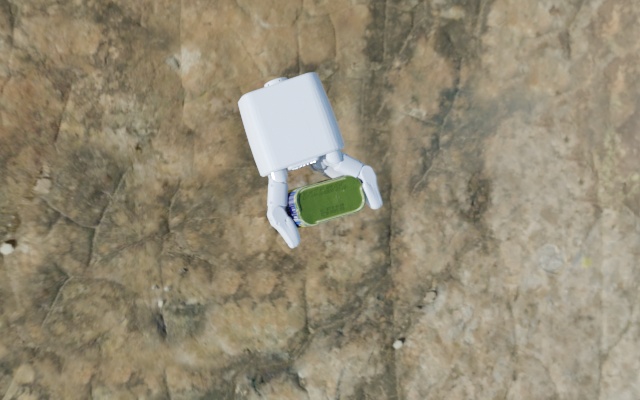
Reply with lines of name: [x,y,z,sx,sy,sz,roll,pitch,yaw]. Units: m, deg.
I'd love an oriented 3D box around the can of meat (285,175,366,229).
can of meat: [0.000,0.002,0.649,0.102,0.057,0.084,-16,1,-21]
